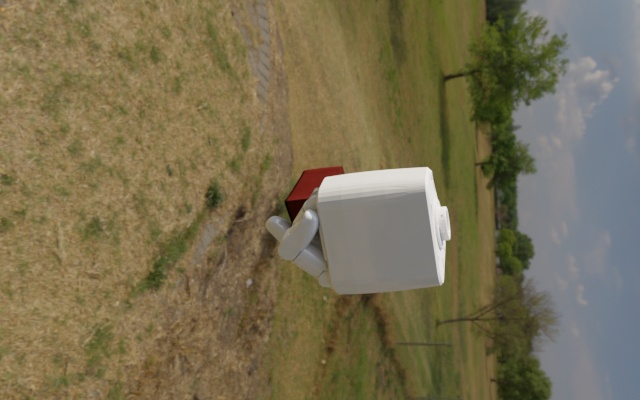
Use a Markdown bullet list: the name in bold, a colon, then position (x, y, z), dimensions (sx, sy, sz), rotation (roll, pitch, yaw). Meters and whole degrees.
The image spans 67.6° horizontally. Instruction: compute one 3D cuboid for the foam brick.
- **foam brick**: position (0.000, 0.002, 0.547), dimensions (0.051, 0.053, 0.078), rotation (-7, 28, 20)
